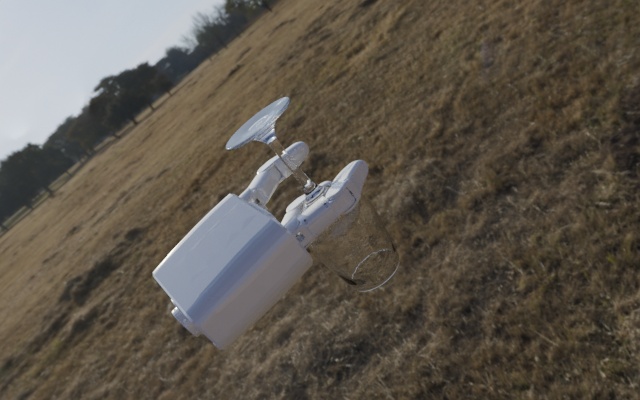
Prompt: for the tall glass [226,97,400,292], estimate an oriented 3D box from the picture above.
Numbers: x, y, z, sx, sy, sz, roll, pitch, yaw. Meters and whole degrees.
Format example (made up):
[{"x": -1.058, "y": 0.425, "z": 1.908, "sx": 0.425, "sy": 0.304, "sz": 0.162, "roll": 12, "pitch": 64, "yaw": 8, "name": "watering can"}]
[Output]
[{"x": 0.000, "y": 0.001, "z": 0.470, "sx": 0.079, "sy": 0.201, "sz": 0.079, "roll": -33, "pitch": 23, "yaw": 16, "name": "tall glass"}]
